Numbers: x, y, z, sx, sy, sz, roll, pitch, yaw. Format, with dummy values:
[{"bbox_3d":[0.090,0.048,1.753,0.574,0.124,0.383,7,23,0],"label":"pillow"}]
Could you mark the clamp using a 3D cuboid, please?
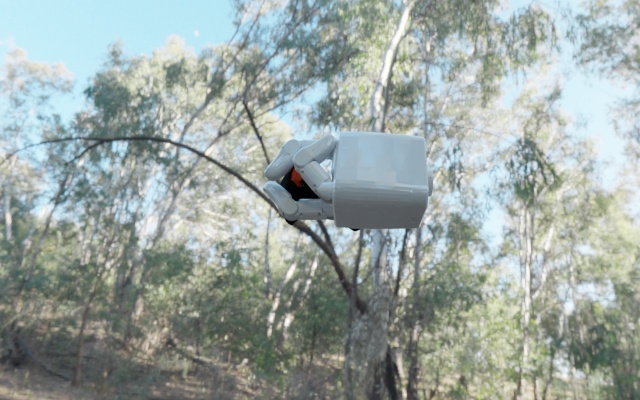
[{"bbox_3d":[0.000,0.002,0.656,0.120,0.039,0.171,3,-22,5],"label":"clamp"}]
